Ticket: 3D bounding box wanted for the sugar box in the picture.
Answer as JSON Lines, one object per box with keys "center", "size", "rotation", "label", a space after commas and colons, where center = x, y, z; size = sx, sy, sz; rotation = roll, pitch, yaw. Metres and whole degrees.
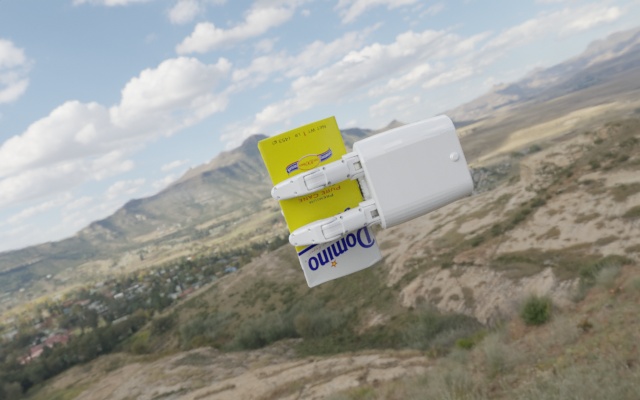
{"center": [0.000, 0.002, 0.550], "size": [0.093, 0.176, 0.048], "rotation": [-20, 4, -4], "label": "sugar box"}
